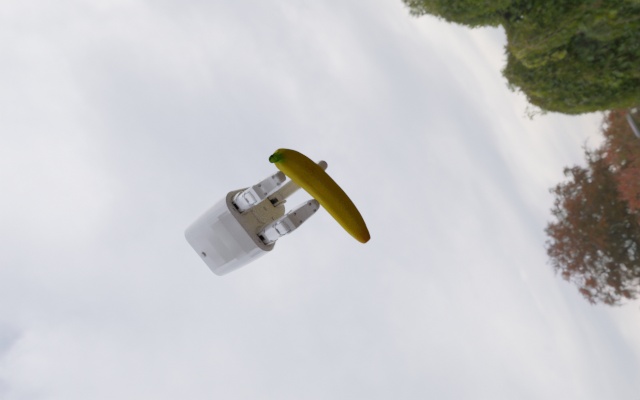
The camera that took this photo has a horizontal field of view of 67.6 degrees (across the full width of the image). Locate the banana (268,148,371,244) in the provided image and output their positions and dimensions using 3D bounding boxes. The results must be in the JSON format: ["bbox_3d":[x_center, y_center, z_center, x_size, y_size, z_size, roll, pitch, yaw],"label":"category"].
[{"bbox_3d":[-0.002,-0.013,0.642,0.037,0.069,0.198,-33,-55,27],"label":"banana"}]
